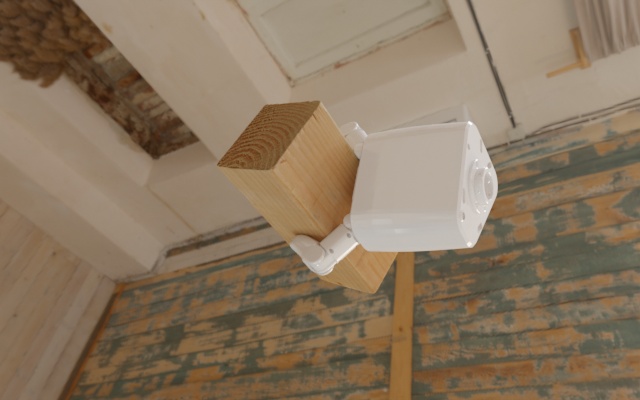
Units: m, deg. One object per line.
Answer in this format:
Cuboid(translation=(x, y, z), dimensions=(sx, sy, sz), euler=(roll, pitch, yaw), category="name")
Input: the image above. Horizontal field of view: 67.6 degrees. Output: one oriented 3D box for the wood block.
Cuboid(translation=(0.000, 0.002, 0.516), dimensions=(0.090, 0.090, 0.206), euler=(8, -35, 45), category="wood block")
